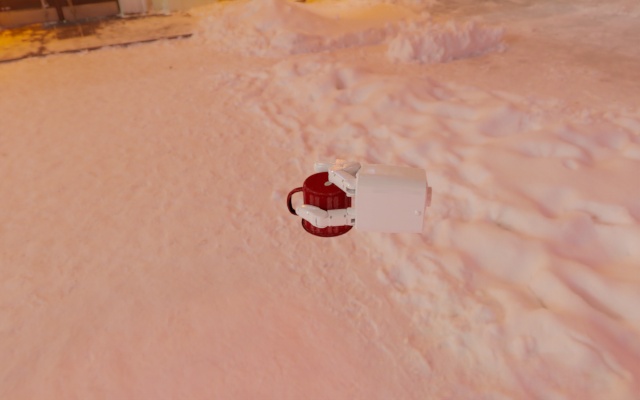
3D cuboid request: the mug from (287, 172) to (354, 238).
[{"bbox_3d":[-0.001,0.002,0.814,0.117,0.081,0.093,3,32,8],"label":"mug"}]
